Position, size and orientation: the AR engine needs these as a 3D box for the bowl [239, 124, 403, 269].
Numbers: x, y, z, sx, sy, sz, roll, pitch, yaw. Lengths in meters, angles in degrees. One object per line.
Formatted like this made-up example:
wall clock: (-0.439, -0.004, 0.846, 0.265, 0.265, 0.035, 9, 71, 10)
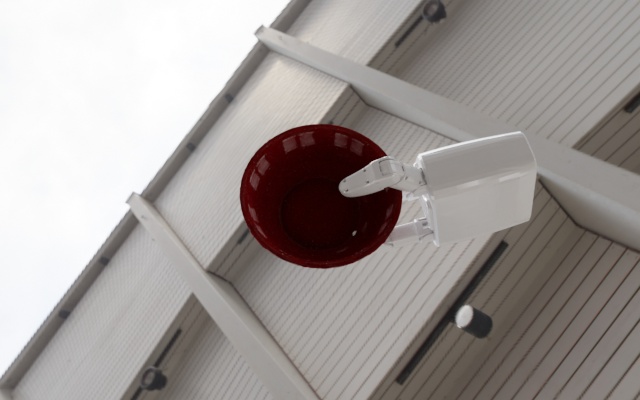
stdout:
bowl: (-0.001, 0.002, 0.496, 0.162, 0.162, 0.055, 0, -27, -1)
